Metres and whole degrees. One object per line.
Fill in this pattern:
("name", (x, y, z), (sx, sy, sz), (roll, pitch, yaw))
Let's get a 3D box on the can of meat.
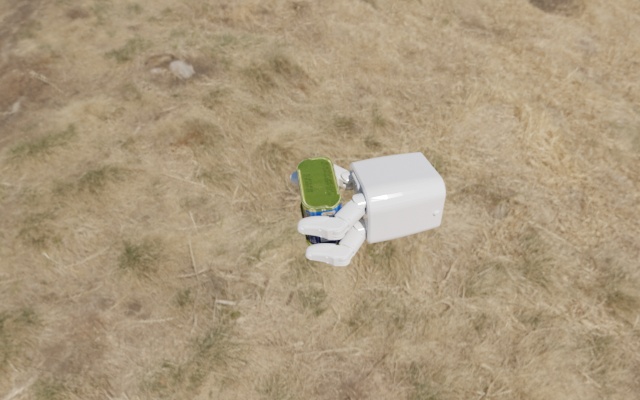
("can of meat", (0.000, 0.002, 0.658), (0.057, 0.102, 0.084), (-9, -42, -3))
